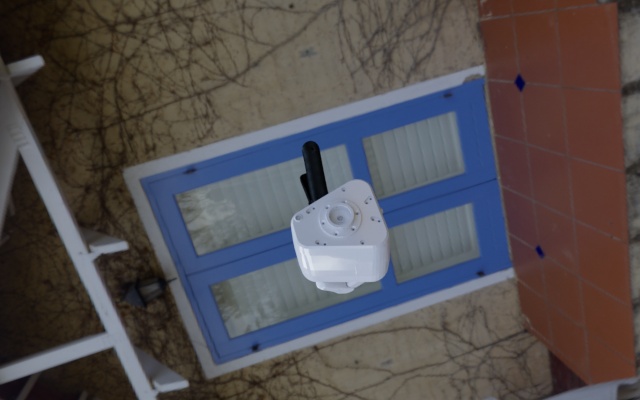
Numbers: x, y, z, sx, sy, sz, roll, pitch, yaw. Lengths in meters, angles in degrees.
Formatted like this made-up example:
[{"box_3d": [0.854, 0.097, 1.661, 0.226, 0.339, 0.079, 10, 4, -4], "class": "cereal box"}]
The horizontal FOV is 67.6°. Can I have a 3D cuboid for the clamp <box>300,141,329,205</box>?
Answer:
[{"box_3d": [0.000, 0.003, 0.687, 0.039, 0.171, 0.120, -17, -28, -5], "class": "clamp"}]
